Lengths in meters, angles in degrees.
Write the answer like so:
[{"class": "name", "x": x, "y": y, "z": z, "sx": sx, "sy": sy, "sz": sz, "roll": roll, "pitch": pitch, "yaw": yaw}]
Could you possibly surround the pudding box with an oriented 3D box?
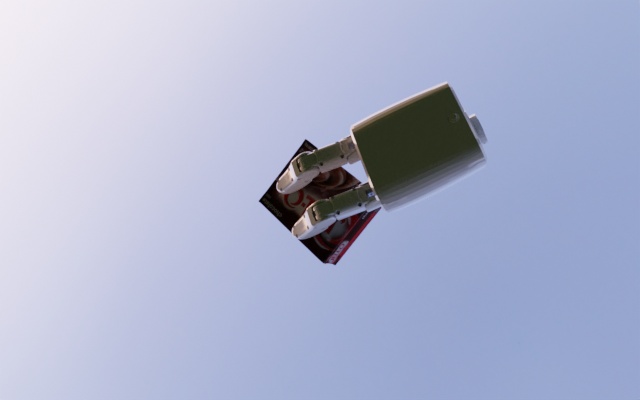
[{"class": "pudding box", "x": 0.000, "y": 0.002, "z": 0.522, "sx": 0.113, "sy": 0.090, "sz": 0.039, "roll": 41, "pitch": 6, "yaw": 29}]
